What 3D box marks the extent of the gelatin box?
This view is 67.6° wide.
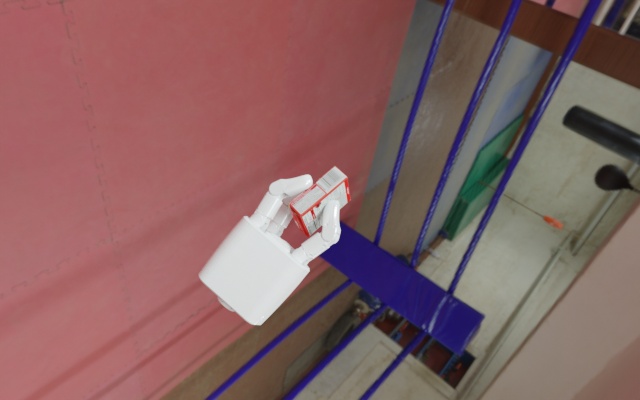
[{"bbox_3d":[0.001,0.002,0.678,0.089,0.030,0.073,-40,-24,-11],"label":"gelatin box"}]
